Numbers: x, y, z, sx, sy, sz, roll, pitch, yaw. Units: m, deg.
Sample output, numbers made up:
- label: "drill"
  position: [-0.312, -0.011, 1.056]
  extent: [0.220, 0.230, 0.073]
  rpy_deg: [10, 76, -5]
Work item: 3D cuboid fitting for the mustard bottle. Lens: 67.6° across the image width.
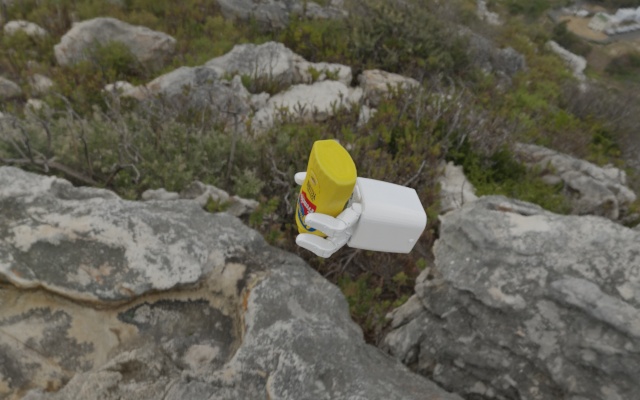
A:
- label: "mustard bottle"
  position: [0.000, 0.002, 0.762]
  extent: [0.058, 0.096, 0.192]
  rpy_deg: [-10, -37, -25]
